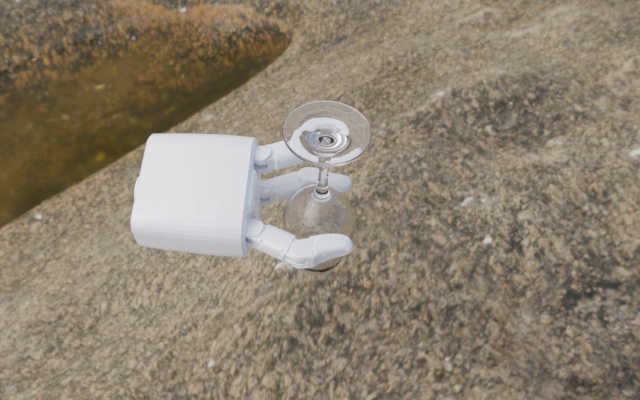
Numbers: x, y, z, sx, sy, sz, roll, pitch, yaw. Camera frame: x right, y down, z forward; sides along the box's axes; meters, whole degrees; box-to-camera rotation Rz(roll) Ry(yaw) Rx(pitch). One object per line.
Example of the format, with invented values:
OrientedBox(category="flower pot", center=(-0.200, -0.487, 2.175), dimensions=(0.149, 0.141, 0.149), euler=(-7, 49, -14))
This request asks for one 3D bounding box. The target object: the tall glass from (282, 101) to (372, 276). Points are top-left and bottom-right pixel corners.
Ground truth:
OrientedBox(category="tall glass", center=(0.000, 0.001, 0.474), dimensions=(0.079, 0.079, 0.201), euler=(0, -36, -3))
